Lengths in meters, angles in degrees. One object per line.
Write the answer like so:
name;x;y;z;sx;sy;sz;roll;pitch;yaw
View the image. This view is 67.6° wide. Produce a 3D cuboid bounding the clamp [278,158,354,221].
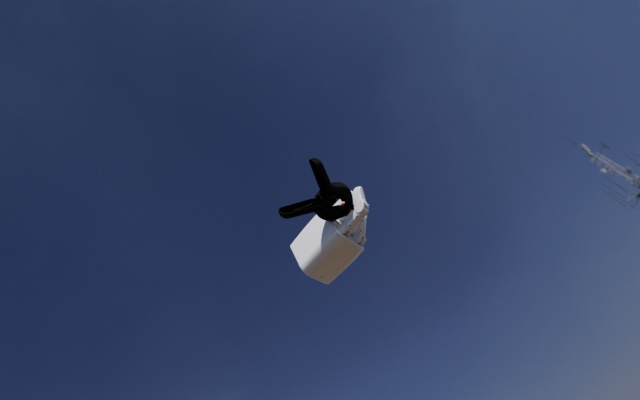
clamp;0.000;0.003;0.883;0.171;0.120;0.039;34;11;-47
